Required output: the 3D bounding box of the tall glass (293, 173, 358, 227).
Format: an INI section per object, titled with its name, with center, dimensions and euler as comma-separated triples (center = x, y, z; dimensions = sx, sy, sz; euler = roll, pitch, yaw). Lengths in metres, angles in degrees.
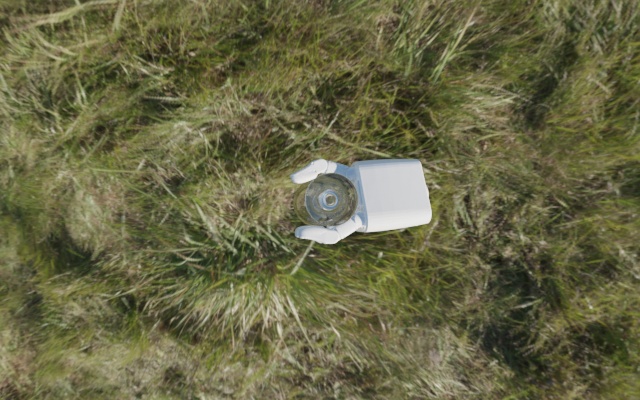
[tall glass]
center = 0.000, 0.002, 0.750
dimensions = 0.079, 0.079, 0.201
euler = 0, -2, -9
